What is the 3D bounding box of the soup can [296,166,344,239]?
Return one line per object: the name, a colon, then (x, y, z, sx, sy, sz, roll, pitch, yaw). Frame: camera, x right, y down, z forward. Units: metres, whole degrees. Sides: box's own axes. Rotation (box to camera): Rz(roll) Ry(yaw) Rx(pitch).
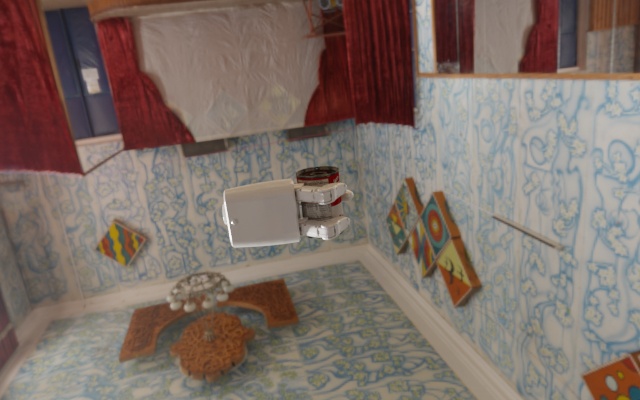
soup can: (0.001, 0.003, 0.757, 0.068, 0.102, 0.068, -6, 16, 2)
